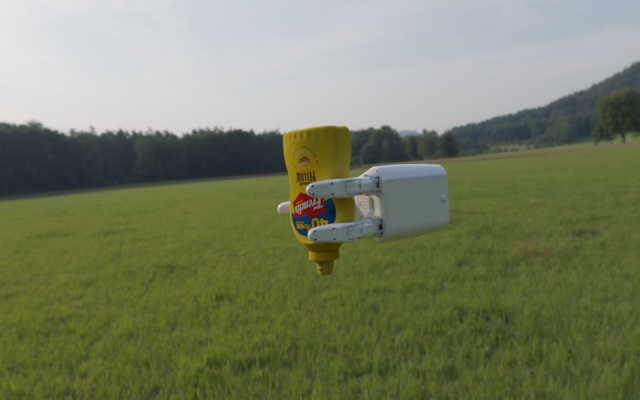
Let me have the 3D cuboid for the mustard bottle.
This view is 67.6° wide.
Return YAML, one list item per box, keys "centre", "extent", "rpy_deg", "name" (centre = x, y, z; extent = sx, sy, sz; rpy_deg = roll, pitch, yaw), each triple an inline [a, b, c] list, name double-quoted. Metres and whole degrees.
- centre: [0.000, 0.002, 0.625]
  extent: [0.096, 0.191, 0.058]
  rpy_deg: [-1, 5, 41]
  name: "mustard bottle"
